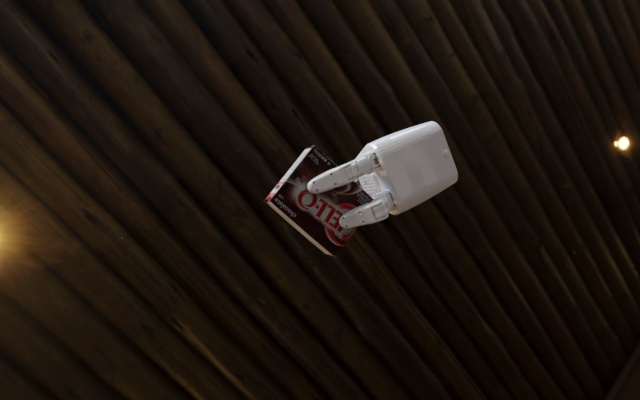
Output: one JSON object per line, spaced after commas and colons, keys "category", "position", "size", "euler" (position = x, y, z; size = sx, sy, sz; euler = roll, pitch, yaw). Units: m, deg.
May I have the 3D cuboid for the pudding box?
{"category": "pudding box", "position": [0.000, 0.002, 0.598], "size": [0.113, 0.090, 0.039], "euler": [41, -15, -14]}
